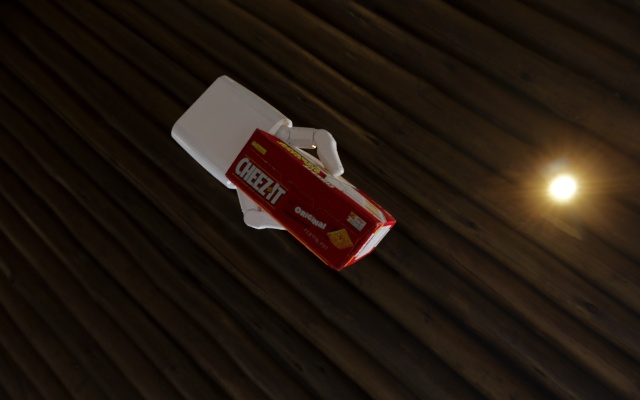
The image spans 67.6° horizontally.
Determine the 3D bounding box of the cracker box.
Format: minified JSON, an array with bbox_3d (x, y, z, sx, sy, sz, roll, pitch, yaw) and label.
[{"bbox_3d":[0.000,0.002,0.586,0.164,0.072,0.214,39,8,12],"label":"cracker box"}]
